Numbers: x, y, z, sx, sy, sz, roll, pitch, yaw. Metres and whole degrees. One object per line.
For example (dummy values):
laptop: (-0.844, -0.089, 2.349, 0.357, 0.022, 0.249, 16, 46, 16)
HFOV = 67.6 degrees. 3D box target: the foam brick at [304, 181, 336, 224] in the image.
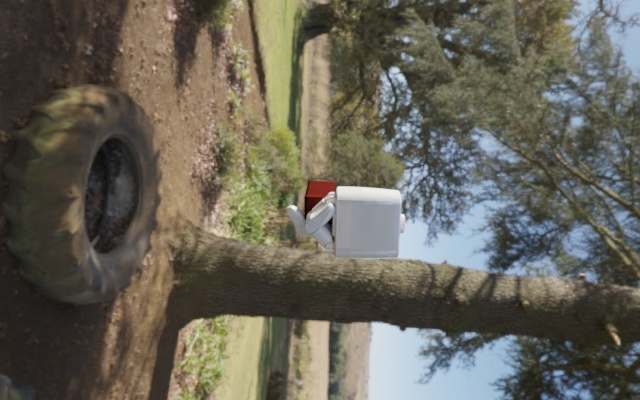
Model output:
foam brick: (0.000, 0.003, 0.854, 0.051, 0.053, 0.078, 2, 25, 3)
